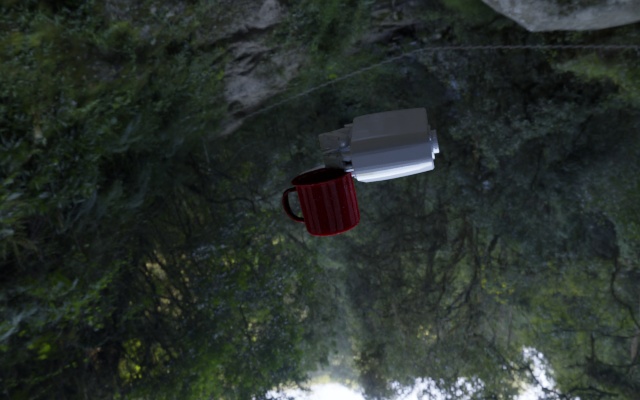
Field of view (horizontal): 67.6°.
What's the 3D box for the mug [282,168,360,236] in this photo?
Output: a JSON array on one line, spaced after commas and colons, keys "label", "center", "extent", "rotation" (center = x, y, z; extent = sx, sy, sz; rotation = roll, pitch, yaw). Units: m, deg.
[{"label": "mug", "center": [-0.001, 0.003, 0.697], "extent": [0.117, 0.081, 0.093], "rotation": [-8, 16, 16]}]
